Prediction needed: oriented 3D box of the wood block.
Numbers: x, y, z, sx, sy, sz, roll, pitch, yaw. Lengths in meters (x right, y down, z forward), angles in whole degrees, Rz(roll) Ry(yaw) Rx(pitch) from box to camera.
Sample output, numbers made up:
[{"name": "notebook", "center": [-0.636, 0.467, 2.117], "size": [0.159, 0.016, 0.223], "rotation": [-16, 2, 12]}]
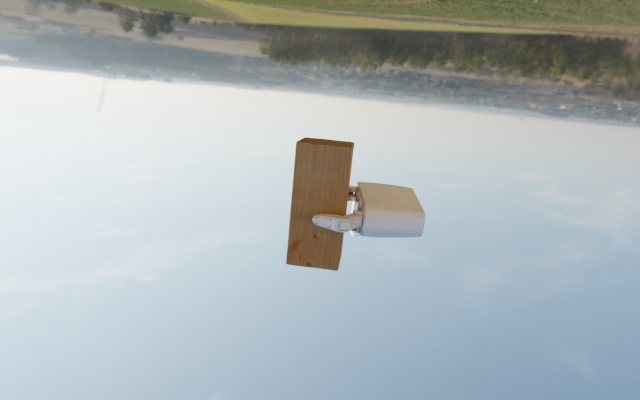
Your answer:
[{"name": "wood block", "center": [0.000, 0.003, 0.810], "size": [0.090, 0.206, 0.091], "rotation": [7, 13, 5]}]
